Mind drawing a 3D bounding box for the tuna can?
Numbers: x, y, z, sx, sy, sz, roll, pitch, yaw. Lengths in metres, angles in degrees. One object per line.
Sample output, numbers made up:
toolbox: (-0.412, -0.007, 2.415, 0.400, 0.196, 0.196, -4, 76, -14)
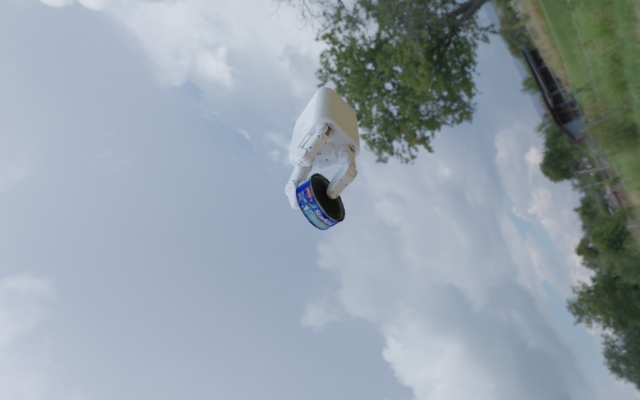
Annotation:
tuna can: (0.000, 0.003, 0.742, 0.034, 0.086, 0.086, -31, -14, 24)
